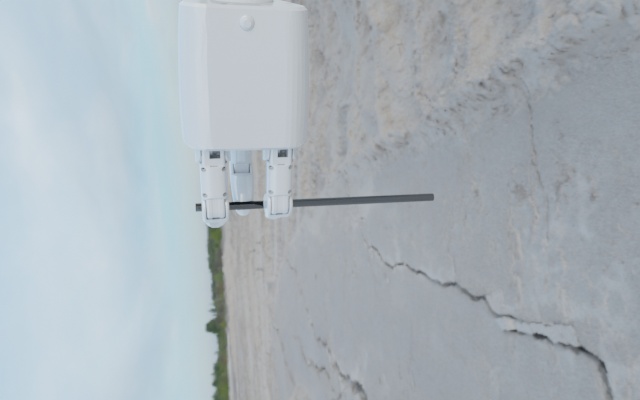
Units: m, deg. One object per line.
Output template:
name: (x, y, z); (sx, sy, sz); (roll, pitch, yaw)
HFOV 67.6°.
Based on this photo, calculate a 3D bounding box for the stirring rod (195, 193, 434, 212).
stirring rod: (0.000, 0.001, 0.474); (0.239, 0.011, 0.011); (-2, 0, -12)
